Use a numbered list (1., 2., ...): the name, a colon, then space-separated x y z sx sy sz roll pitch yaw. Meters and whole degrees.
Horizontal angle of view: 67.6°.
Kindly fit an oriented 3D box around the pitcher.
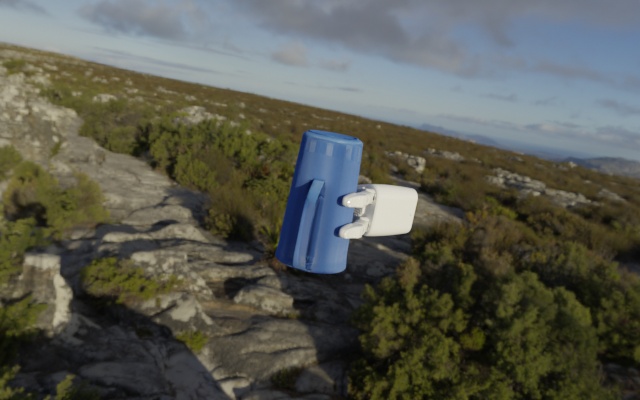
1. pitcher: 0.000 0.003 0.852 0.145 0.243 0.149 2 14 -32
